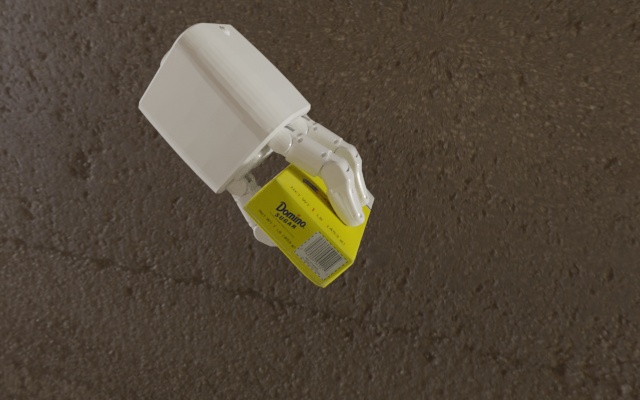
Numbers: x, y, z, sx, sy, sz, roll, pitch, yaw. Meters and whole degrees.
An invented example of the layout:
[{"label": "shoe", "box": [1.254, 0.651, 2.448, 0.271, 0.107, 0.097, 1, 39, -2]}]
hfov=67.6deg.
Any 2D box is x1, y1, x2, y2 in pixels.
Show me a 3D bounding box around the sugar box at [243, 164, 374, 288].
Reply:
[{"label": "sugar box", "box": [0.000, 0.001, 0.453, 0.048, 0.093, 0.176, -40, 6, 22]}]
